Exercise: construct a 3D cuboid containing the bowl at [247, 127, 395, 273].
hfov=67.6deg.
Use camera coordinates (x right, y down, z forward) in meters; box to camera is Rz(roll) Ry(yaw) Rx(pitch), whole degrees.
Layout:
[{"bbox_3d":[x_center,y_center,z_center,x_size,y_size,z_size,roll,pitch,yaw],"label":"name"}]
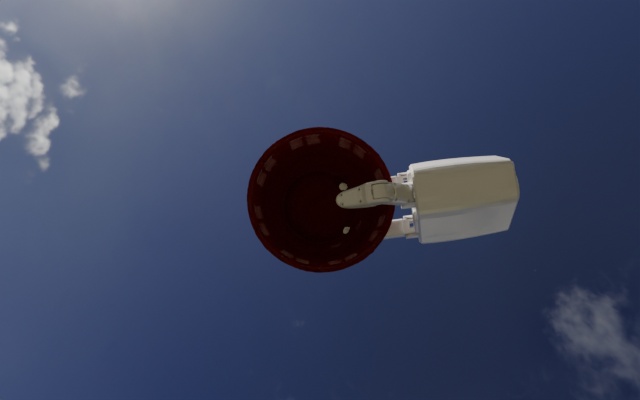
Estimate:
[{"bbox_3d":[-0.001,0.002,0.543,0.162,0.162,0.055,0,-11,-2],"label":"bowl"}]
